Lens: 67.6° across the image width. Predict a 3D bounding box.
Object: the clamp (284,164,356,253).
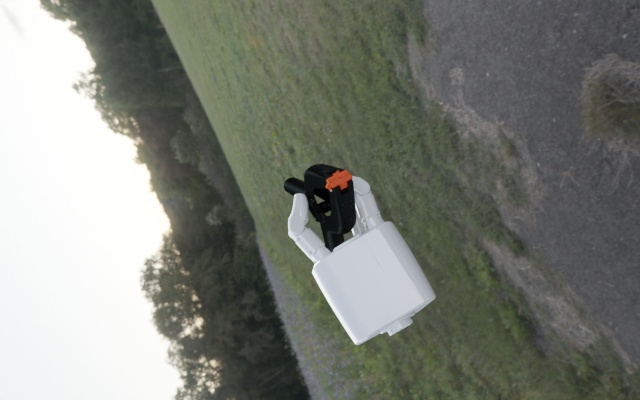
[{"bbox_3d":[0.000,0.002,0.629,0.036,0.164,0.210,-28,-19,-17],"label":"clamp"}]
